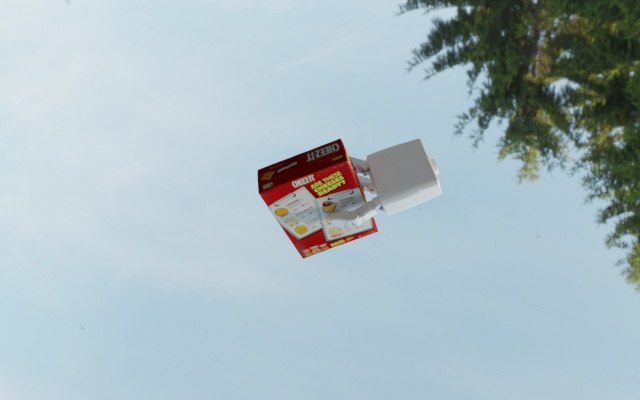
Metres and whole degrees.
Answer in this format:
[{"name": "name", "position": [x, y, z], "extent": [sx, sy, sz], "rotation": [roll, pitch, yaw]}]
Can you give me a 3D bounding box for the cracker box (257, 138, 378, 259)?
[{"name": "cracker box", "position": [0.000, 0.003, 0.892], "extent": [0.164, 0.072, 0.214], "rotation": [-20, -44, 8]}]
